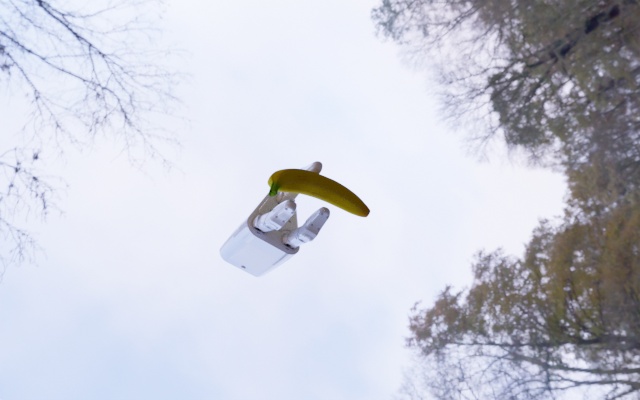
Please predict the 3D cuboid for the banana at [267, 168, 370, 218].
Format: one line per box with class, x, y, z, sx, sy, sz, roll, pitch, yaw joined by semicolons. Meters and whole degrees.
banana;-0.008;-0.013;0.721;0.198;0.069;0.037;11;-43;-39
